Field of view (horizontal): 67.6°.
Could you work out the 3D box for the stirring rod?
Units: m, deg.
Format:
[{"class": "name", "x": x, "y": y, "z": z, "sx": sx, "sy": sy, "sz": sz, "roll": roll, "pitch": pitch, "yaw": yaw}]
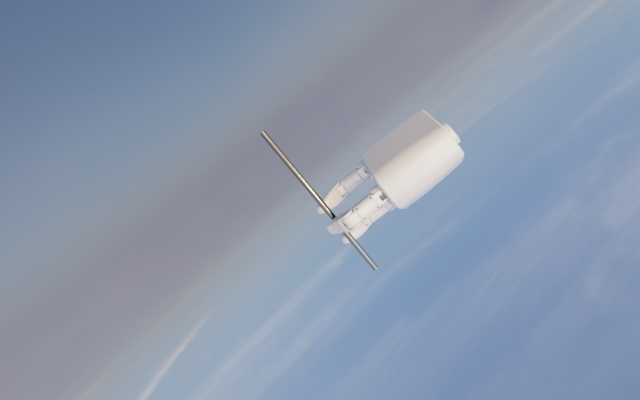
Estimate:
[{"class": "stirring rod", "x": 0.000, "y": 0.002, "z": 0.642, "sx": 0.011, "sy": 0.239, "sz": 0.011, "roll": -39, "pitch": 7, "yaw": 6}]
